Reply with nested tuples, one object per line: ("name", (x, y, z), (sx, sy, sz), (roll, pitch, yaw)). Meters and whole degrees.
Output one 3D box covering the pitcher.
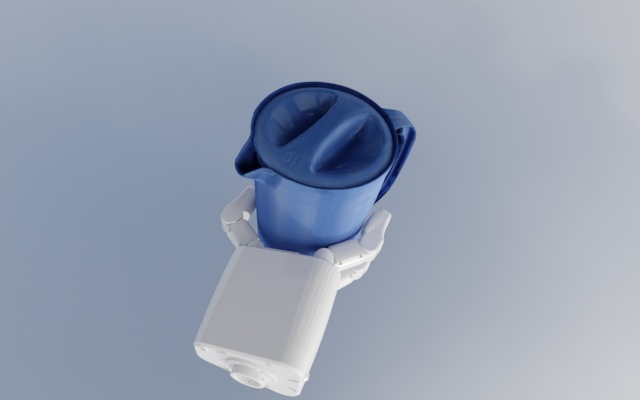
("pitcher", (0.000, 0.002, 0.519), (0.149, 0.145, 0.243), (18, -36, 5))
